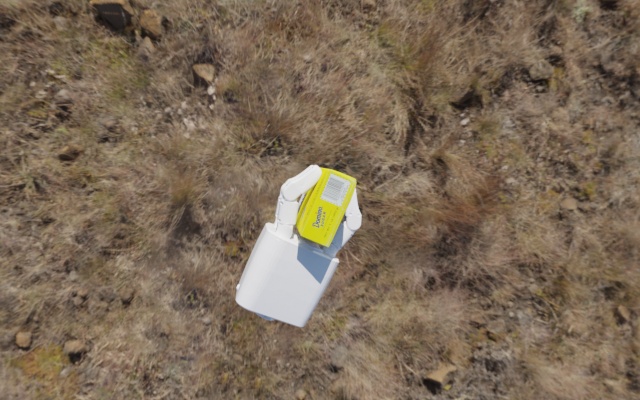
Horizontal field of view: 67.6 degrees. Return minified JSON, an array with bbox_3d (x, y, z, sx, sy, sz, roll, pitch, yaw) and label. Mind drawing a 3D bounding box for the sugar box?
[{"bbox_3d":[0.000,0.002,0.672,0.048,0.093,0.176,24,1,-10],"label":"sugar box"}]
